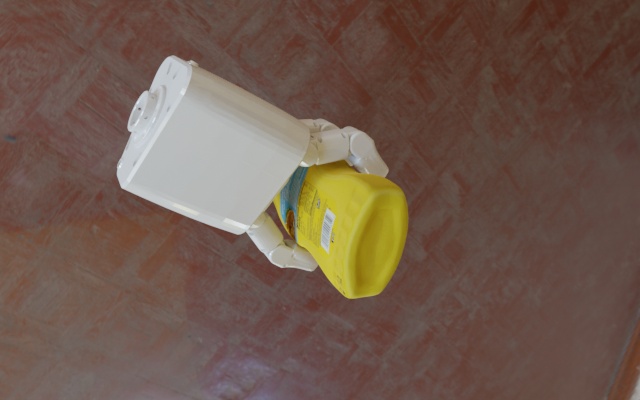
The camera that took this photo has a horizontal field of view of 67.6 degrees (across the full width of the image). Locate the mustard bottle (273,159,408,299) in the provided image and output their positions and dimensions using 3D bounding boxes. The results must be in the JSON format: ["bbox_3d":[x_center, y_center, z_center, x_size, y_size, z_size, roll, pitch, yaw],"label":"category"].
[{"bbox_3d":[0.000,0.002,0.439,0.058,0.096,0.191,-3,23,-28],"label":"mustard bottle"}]
